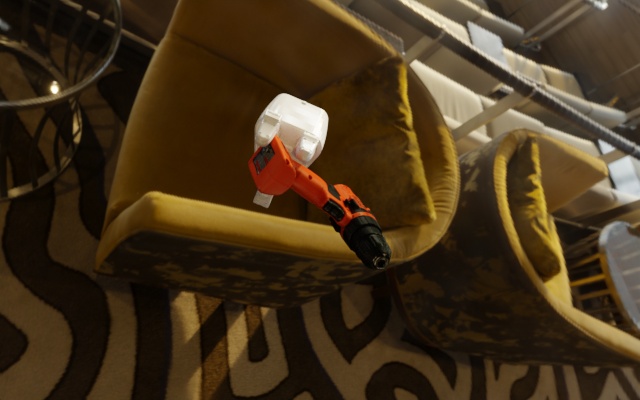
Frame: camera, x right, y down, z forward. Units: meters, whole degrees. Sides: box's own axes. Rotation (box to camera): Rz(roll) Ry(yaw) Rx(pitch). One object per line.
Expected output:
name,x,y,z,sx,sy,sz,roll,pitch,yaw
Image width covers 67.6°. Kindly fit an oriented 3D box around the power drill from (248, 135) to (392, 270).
power drill,0.000,0.002,0.624,0.188,0.057,0.184,36,11,-30
